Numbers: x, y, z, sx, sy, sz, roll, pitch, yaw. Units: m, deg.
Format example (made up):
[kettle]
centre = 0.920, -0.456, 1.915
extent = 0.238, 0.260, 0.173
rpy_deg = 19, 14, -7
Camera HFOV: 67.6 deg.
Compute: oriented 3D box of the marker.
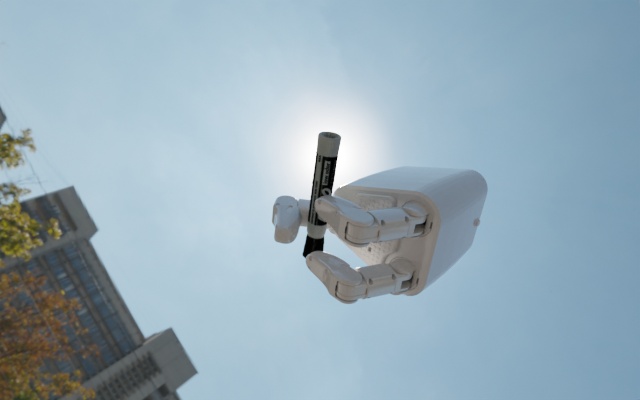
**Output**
[marker]
centre = 0.000, 0.001, 0.406
extent = 0.020, 0.121, 0.020
rpy_deg = 6, 27, -3
